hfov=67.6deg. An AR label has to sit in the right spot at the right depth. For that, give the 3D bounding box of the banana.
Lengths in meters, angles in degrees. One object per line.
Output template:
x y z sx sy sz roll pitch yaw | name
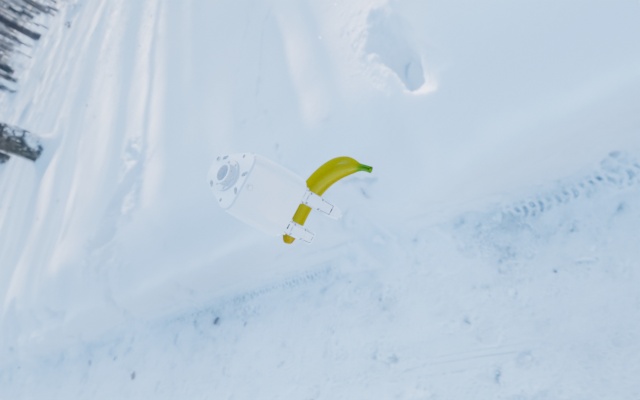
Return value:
-0.005 -0.012 0.807 0.037 0.198 0.069 31 21 -47 | banana
